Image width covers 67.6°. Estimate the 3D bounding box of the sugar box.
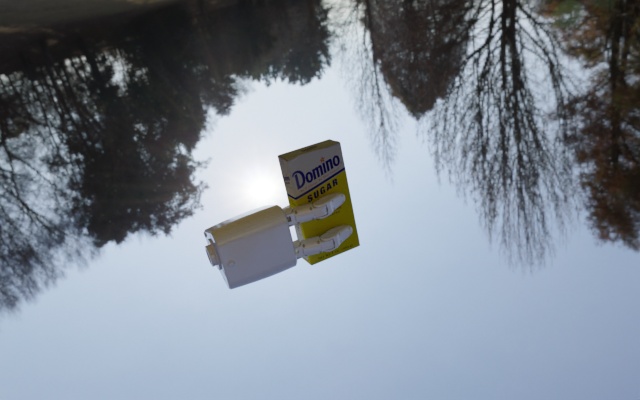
[{"bbox_3d":[0.000,0.003,0.743,0.093,0.176,0.048,-21,24,-21],"label":"sugar box"}]
